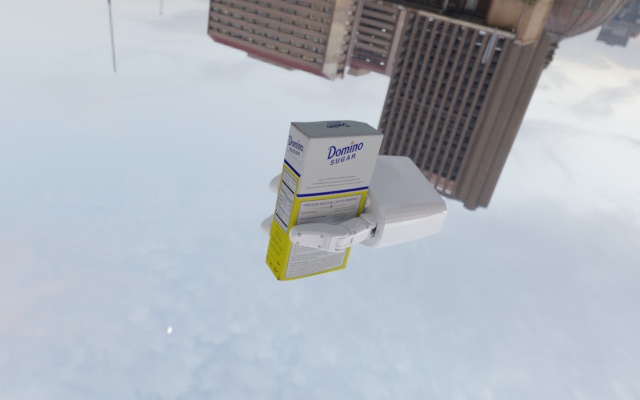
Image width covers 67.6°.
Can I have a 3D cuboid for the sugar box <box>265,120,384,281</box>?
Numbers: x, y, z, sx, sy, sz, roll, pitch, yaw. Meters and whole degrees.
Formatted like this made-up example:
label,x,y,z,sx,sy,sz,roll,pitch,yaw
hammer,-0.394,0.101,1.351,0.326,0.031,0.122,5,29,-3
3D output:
label,x,y,z,sx,sy,sz,roll,pitch,yaw
sugar box,0.000,0.001,0.517,0.093,0.176,0.048,-7,33,-33
